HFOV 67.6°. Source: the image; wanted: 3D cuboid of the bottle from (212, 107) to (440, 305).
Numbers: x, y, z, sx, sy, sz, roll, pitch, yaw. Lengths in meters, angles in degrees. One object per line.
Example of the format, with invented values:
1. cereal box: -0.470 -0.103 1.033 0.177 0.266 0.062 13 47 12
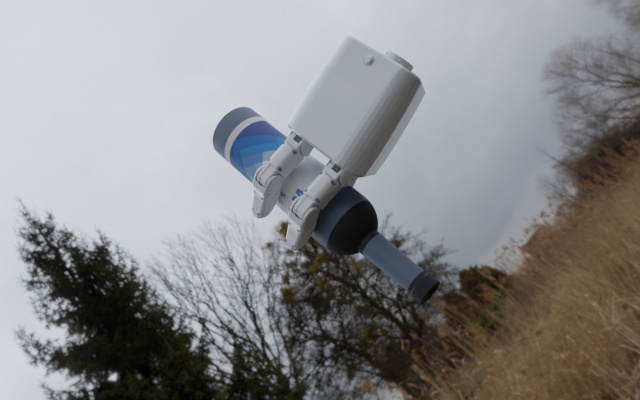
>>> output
1. bottle: 0.000 0.002 0.504 0.295 0.069 0.069 40 20 26
